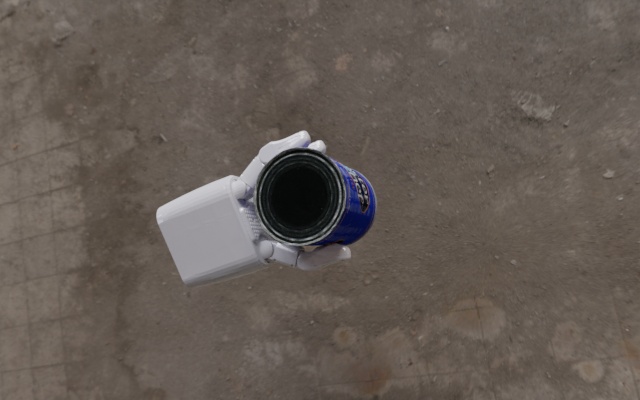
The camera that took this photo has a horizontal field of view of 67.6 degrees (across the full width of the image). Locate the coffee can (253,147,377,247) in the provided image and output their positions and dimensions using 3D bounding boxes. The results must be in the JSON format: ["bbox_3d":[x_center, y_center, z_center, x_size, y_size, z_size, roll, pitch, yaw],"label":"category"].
[{"bbox_3d":[0.000,0.002,0.550,0.103,0.103,0.140,0,-5,19],"label":"coffee can"}]
